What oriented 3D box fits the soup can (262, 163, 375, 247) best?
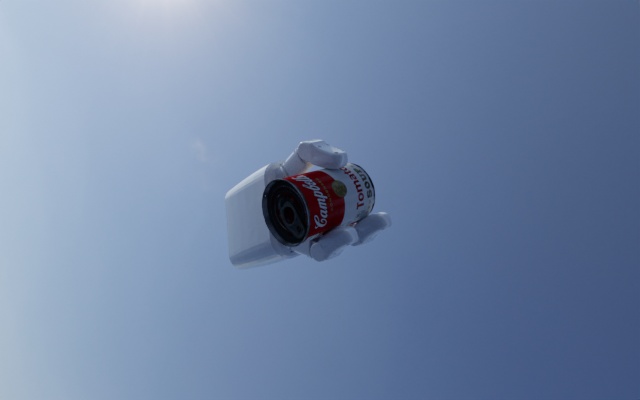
[{"bbox_3d":[0.001,0.001,0.495,0.102,0.068,0.068,-17,12,-43],"label":"soup can"}]
